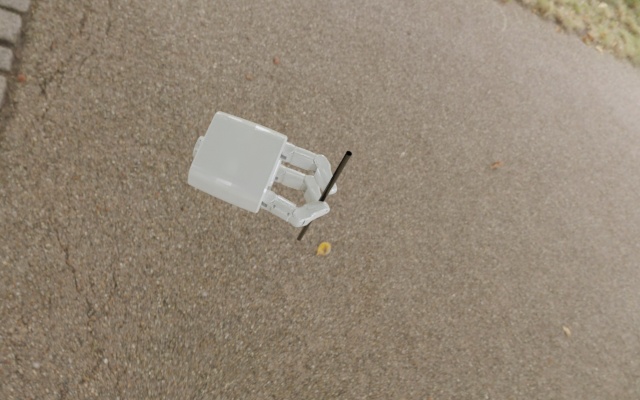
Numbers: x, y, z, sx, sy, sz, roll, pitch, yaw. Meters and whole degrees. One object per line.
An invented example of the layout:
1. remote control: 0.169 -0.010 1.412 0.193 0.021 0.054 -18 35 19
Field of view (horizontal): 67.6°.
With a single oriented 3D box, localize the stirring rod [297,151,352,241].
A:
1. stirring rod: 0.000 0.002 0.688 0.011 0.011 0.240 0 -30 -20
